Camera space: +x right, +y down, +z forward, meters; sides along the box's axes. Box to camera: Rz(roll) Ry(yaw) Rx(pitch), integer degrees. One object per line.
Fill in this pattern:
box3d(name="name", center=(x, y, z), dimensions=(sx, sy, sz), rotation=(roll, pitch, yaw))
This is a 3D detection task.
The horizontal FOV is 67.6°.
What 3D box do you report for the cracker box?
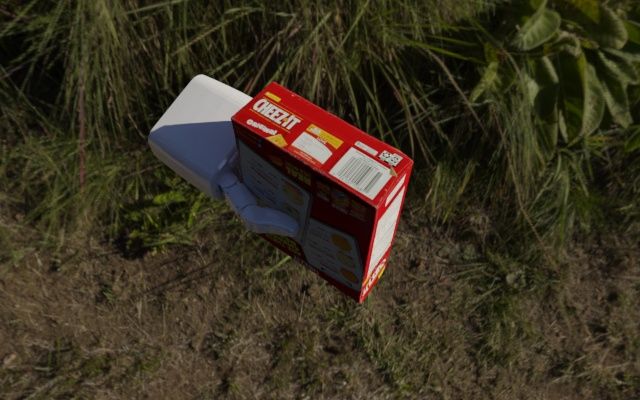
box3d(name="cracker box", center=(0.000, 0.002, 0.509), dimensions=(0.164, 0.072, 0.214), rotation=(32, -27, 19))
